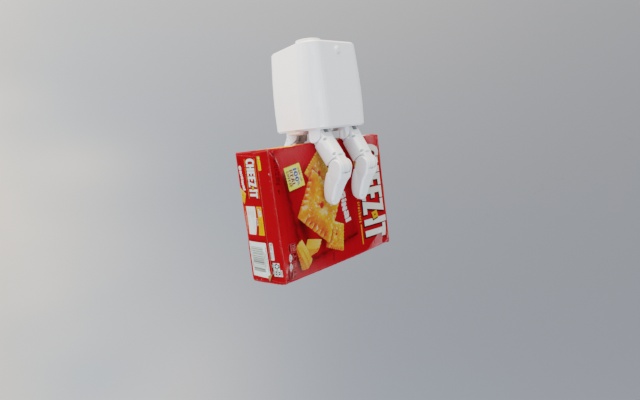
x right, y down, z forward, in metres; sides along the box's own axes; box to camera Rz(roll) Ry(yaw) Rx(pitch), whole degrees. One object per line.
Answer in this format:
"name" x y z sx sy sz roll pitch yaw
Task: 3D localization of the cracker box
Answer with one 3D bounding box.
"cracker box" 0.000 0.002 0.640 0.072 0.164 0.213 1 11 44
